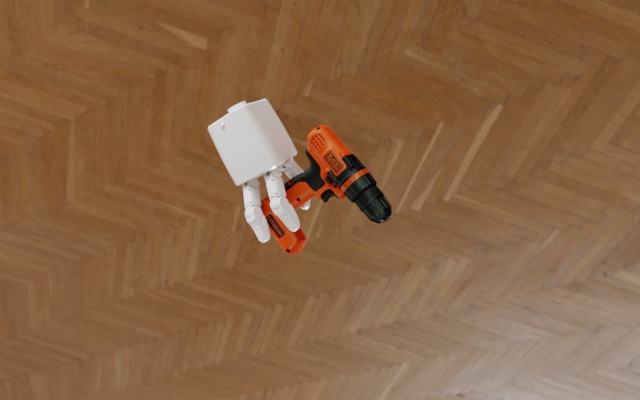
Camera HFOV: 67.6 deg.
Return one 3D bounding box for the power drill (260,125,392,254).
[{"bbox_3d":[0.000,0.003,0.766,0.188,0.184,0.057,-42,-16,20],"label":"power drill"}]
